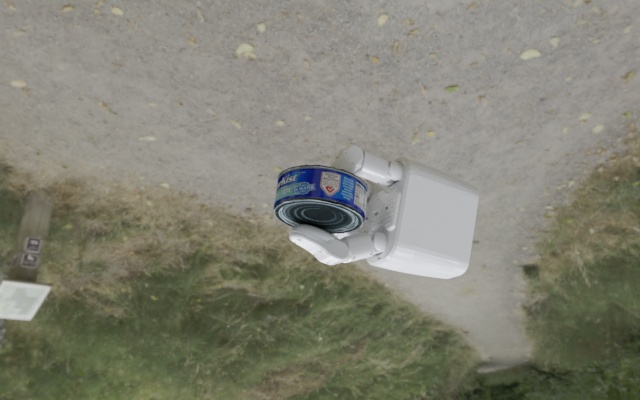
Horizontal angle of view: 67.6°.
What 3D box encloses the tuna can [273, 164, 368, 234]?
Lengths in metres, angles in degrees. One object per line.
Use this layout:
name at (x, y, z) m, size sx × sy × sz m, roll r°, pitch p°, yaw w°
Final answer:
tuna can at (0.000, 0.002, 0.441) m, size 0.086 × 0.033 × 0.086 m, roll 6°, pitch -23°, yaw 3°
